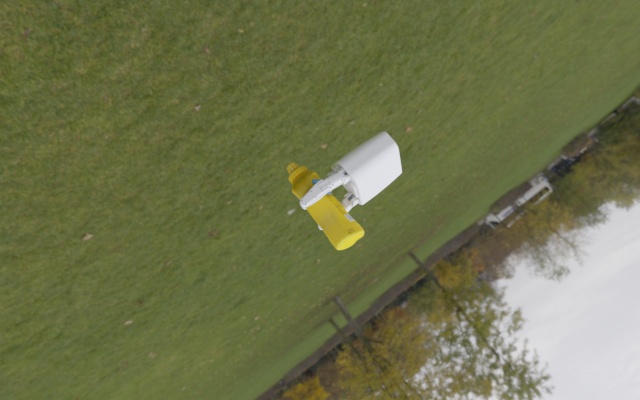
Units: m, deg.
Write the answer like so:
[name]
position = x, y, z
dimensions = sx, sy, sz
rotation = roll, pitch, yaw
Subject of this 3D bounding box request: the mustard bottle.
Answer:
[mustard bottle]
position = 0.000, 0.003, 0.898
dimensions = 0.058, 0.191, 0.096
rotation = -43, -16, 16
